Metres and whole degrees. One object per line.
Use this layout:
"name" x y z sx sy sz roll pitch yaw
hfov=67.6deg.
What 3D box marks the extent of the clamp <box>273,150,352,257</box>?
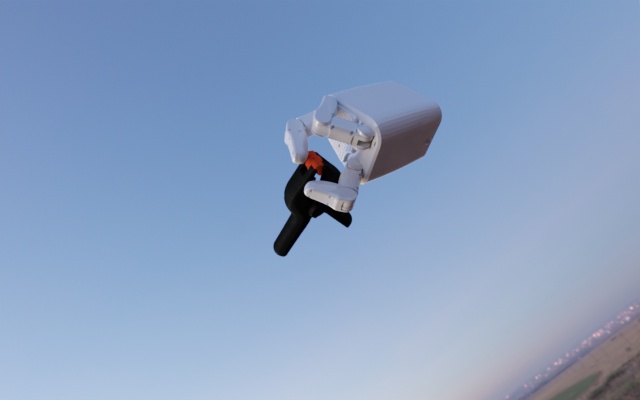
"clamp" 0.000 0.002 0.619 0.120 0.039 0.172 -23 -31 -29
